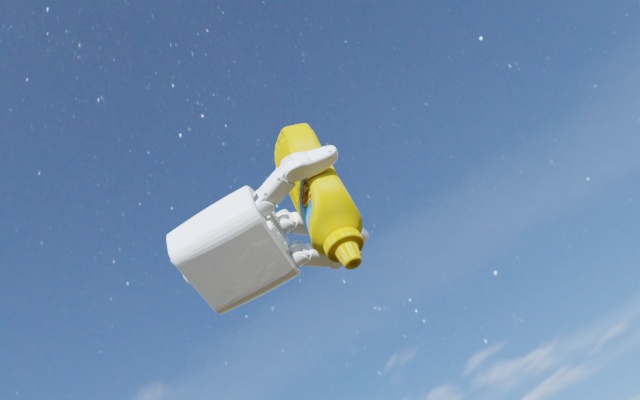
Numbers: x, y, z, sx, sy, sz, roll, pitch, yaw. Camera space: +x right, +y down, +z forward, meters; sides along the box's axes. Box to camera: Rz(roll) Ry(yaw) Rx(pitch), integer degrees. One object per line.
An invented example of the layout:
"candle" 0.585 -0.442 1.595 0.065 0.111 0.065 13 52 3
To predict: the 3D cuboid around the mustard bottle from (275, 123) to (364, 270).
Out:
"mustard bottle" 0.000 0.001 0.536 0.058 0.096 0.191 -13 44 -15
